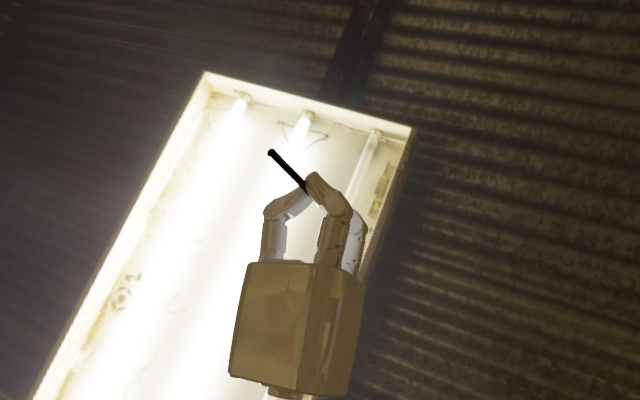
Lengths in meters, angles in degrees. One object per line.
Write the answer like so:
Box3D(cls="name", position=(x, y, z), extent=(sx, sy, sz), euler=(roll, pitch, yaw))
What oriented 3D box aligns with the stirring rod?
Box3D(cls="stirring rod", position=(0.000, 0.002, 0.501), extent=(0.011, 0.011, 0.240), euler=(0, -20, 21))
